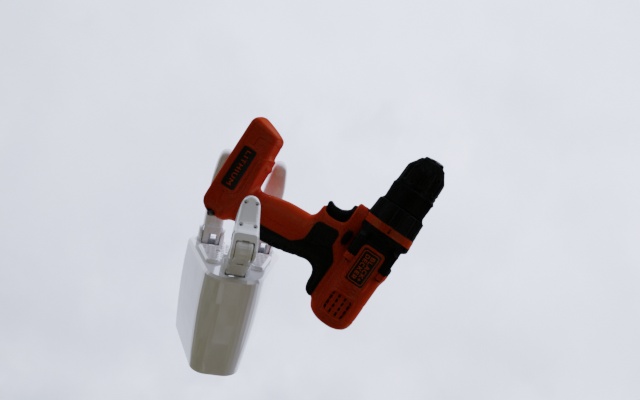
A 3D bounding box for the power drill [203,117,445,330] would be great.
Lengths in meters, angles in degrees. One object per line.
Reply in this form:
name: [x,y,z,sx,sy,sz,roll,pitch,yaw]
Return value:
power drill: [0.000,0.001,0.453,0.187,0.184,0.057,34,1,6]
